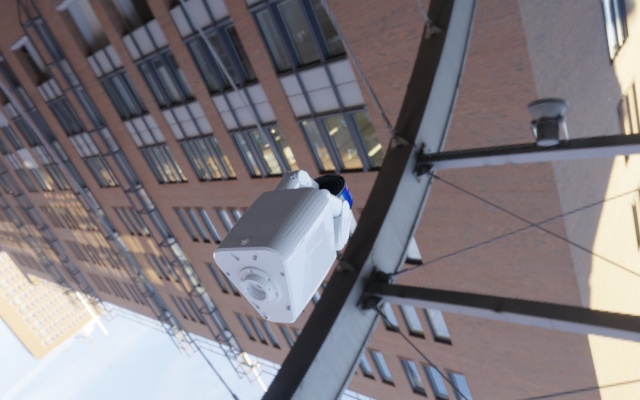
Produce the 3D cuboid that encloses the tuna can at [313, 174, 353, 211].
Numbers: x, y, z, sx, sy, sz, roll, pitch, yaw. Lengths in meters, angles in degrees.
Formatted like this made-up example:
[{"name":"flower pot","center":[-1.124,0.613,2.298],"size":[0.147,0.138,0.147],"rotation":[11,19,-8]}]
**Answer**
[{"name":"tuna can","center":[0.000,0.003,0.648],"size":[0.086,0.034,0.086],"rotation":[-21,27,12]}]
